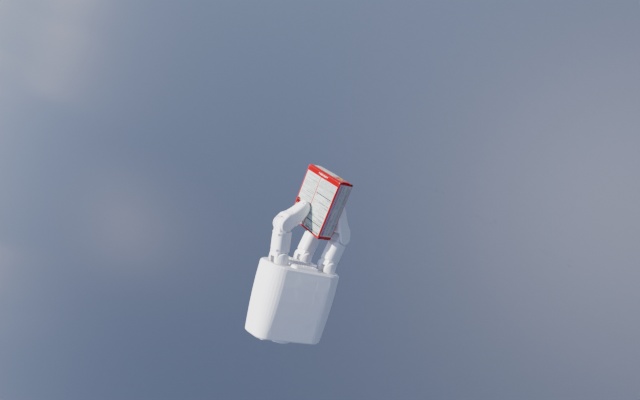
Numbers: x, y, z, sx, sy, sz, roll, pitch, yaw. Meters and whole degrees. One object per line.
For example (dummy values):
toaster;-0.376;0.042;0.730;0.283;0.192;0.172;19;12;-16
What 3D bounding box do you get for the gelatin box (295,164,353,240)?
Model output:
gelatin box;0.000;0.002;0.690;0.030;0.089;0.073;8;18;-43
